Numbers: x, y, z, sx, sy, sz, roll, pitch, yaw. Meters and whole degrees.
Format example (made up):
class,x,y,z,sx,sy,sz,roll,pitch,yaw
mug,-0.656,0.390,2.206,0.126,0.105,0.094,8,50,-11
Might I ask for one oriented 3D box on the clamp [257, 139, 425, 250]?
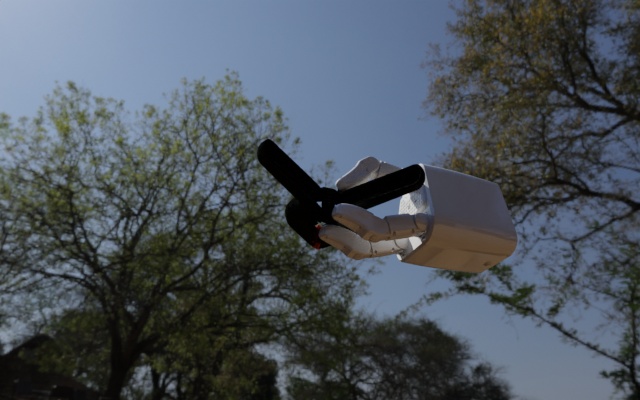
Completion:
class,x,y,z,sx,sy,sz,roll,pitch,yaw
clamp,0.000,0.001,0.537,0.164,0.036,0.210,13,-28,-9
